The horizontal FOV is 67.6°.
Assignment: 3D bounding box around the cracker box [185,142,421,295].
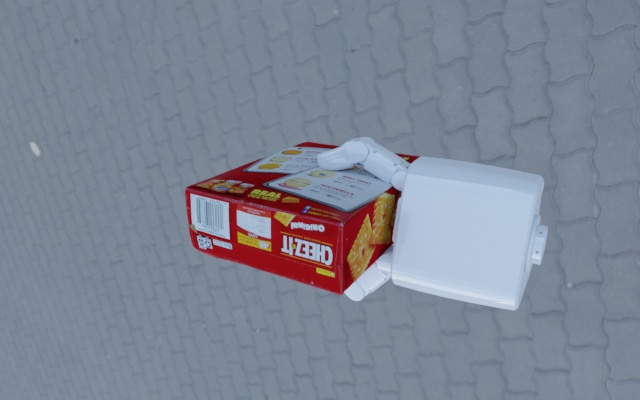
[{"bbox_3d":[0.000,0.001,0.484,0.164,0.072,0.213,11,23,28],"label":"cracker box"}]
